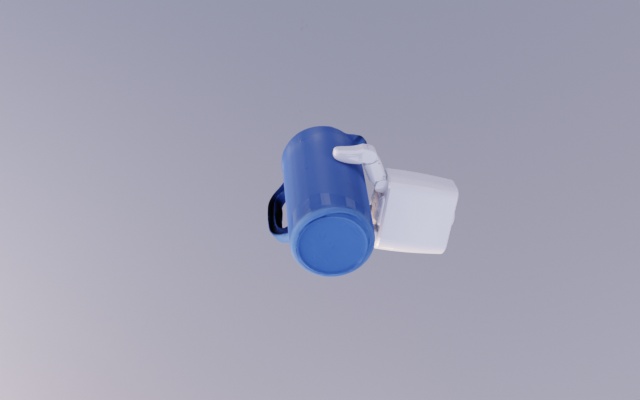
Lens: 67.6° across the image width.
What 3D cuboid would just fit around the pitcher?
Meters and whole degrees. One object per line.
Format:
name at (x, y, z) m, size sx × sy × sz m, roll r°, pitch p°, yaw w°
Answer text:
pitcher at (0.000, 0.002, 0.693) m, size 0.145 × 0.149 × 0.242 m, roll 7°, pitch 29°, yaw -7°
